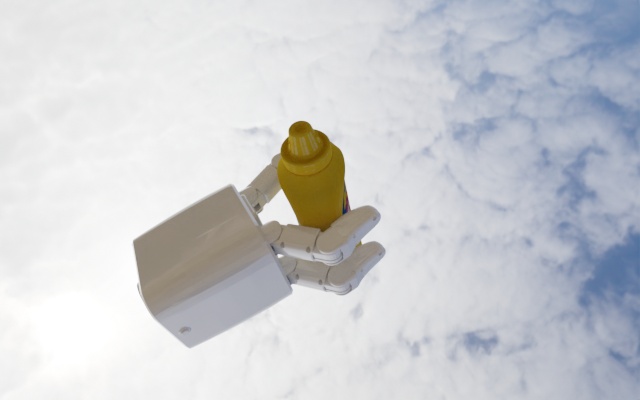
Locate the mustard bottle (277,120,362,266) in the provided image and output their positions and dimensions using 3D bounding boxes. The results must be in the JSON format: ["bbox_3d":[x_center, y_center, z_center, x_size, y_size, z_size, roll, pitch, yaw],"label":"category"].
[{"bbox_3d":[0.000,0.001,0.437,0.058,0.096,0.192,-10,-38,6],"label":"mustard bottle"}]
